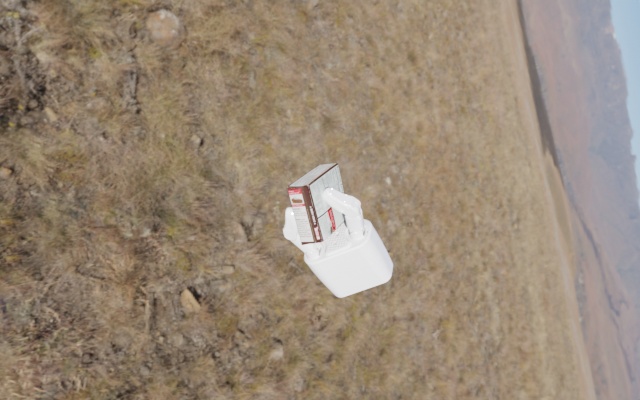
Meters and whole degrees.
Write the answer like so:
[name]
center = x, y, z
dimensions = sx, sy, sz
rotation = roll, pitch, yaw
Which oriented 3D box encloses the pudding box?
[pudding box]
center = 0.000, 0.002, 0.706
dimensions = 0.039, 0.090, 0.113
rotation = -7, 17, 26
